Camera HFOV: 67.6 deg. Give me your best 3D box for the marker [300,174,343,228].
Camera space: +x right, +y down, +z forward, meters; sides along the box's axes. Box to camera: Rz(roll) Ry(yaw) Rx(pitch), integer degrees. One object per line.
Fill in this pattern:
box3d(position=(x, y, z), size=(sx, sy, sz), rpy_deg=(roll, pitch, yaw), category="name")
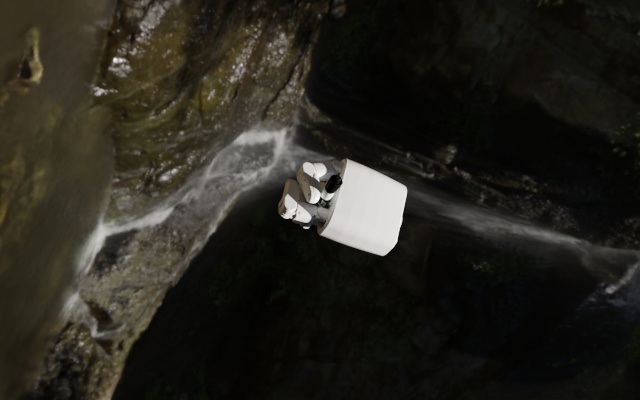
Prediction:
box3d(position=(0.000, 0.002, 0.672), size=(0.020, 0.020, 0.121), rpy_deg=(0, -32, -28), category="marker")
